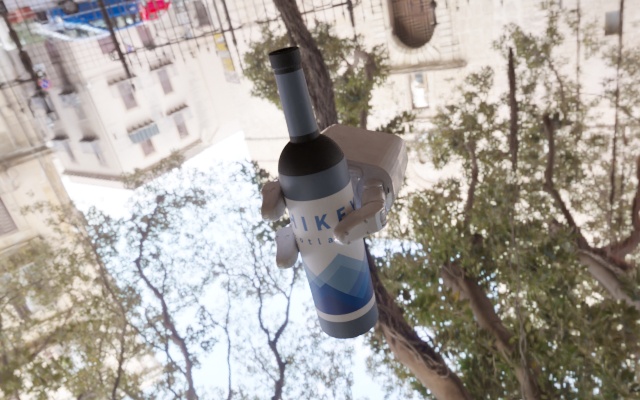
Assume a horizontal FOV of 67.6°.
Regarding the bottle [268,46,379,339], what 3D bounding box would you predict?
[{"bbox_3d":[0.000,0.002,0.469,0.069,0.296,0.069,-11,25,5],"label":"bottle"}]
